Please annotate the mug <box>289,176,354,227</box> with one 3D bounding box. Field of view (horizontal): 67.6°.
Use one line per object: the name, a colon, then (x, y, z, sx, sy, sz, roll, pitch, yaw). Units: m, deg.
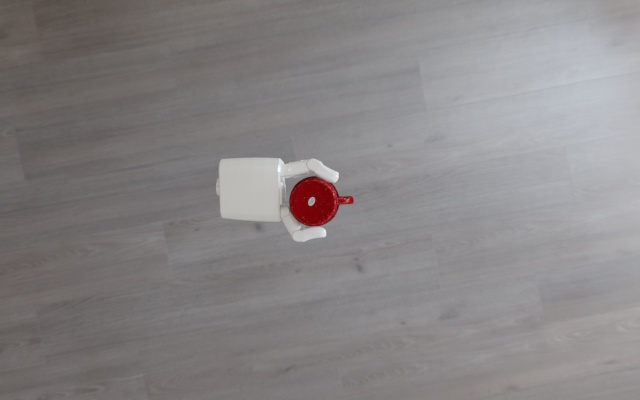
mug: (0.002, 0.003, 0.838, 0.117, 0.093, 0.081, 0, 2, 1)
